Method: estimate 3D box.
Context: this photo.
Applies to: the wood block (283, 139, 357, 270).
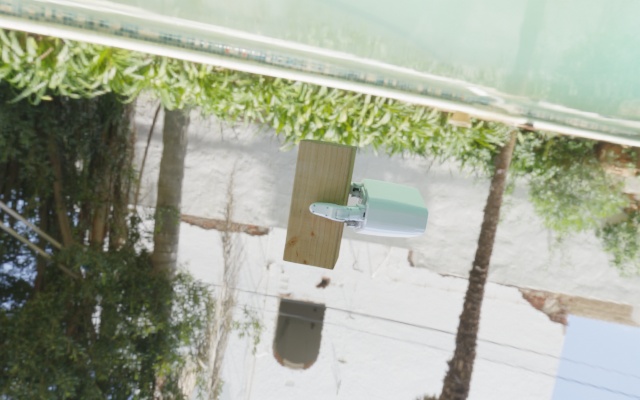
[{"bbox_3d":[0.000,0.003,0.825,0.090,0.206,0.091,10,9,7],"label":"wood block"}]
